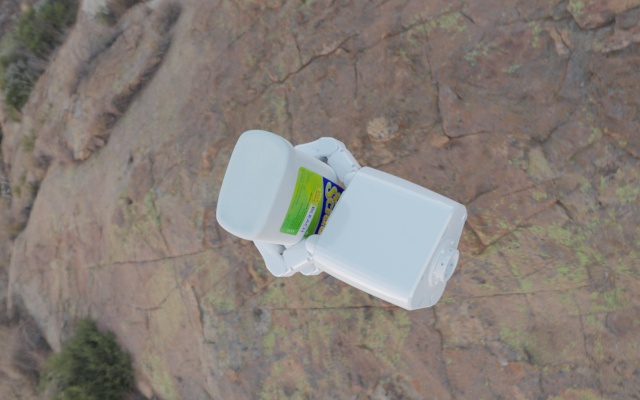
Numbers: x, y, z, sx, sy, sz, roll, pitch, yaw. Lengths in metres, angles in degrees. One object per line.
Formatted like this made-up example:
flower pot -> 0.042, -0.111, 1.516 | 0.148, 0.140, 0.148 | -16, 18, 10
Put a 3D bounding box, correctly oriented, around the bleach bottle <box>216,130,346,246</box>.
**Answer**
bleach bottle -> 0.000, 0.002, 0.532 | 0.068, 0.102, 0.251 | 22, 5, 32
